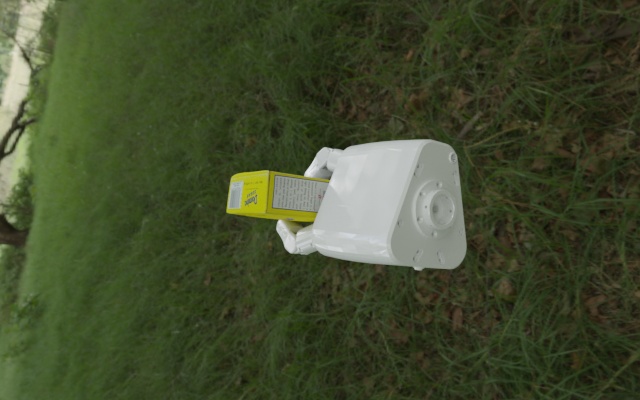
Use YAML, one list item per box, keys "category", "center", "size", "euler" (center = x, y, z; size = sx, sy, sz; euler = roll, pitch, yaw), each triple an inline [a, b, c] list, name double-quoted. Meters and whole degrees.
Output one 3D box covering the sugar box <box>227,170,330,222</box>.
- category: "sugar box"
  center: [0.000, 0.002, 0.510]
  size: [0.176, 0.048, 0.093]
  euler: [9, -5, -33]
